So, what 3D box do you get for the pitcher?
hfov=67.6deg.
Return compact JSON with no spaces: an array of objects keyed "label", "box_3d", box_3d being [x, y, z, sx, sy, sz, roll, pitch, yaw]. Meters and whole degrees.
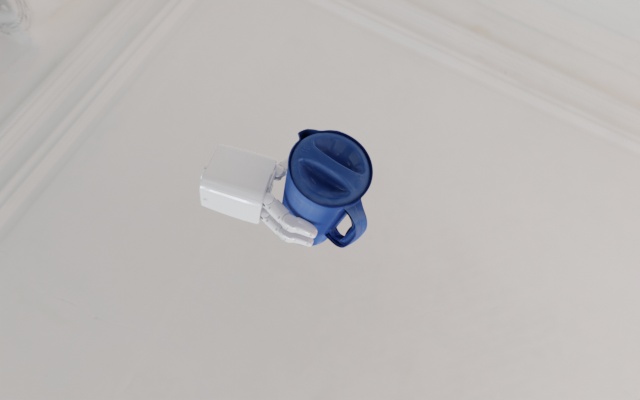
[{"label":"pitcher","box_3d":[0.000,0.003,0.826,0.145,0.149,0.243,15,-25,-4]}]
